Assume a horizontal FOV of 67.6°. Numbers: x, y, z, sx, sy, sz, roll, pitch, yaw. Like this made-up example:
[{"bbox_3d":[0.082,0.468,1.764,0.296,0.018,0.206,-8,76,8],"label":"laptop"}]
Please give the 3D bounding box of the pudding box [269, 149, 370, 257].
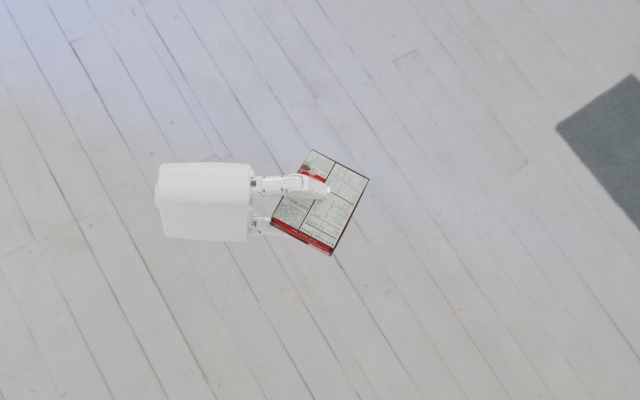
[{"bbox_3d":[0.000,0.002,0.613,0.090,0.113,0.039,28,-20,1],"label":"pudding box"}]
